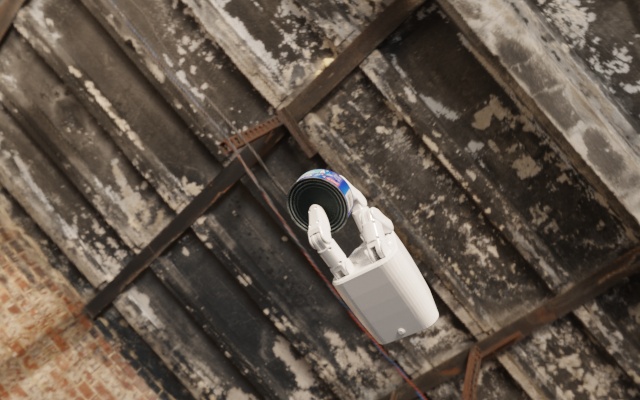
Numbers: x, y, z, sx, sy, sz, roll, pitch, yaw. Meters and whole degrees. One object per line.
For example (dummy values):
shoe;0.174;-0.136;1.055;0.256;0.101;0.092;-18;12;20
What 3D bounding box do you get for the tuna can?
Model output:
tuna can;0.000;0.002;0.638;0.086;0.086;0.033;0;26;20
